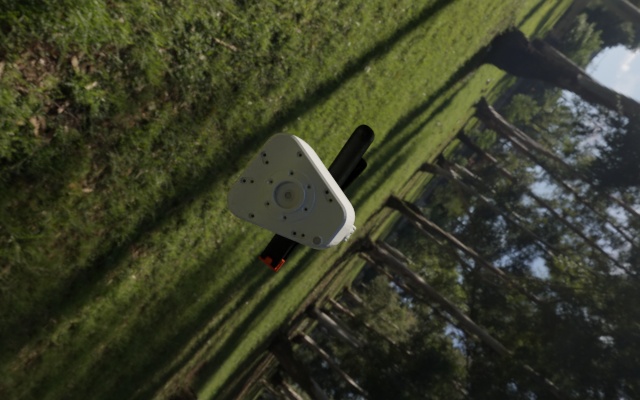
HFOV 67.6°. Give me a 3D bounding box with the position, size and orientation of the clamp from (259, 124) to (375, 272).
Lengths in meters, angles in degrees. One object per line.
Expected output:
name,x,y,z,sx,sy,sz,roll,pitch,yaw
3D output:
clamp,0.000,0.003,0.626,0.036,0.210,0.164,39,2,8
